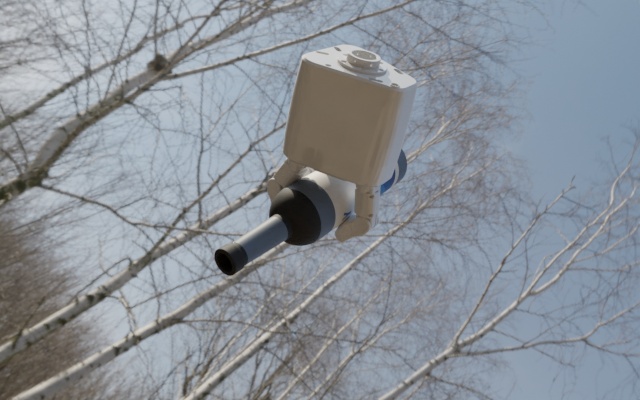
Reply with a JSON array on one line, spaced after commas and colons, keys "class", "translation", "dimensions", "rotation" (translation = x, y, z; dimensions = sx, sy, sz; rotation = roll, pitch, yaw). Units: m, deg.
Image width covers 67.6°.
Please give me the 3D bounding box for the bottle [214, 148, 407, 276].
[{"class": "bottle", "translation": [0.000, 0.002, 0.535], "dimensions": [0.069, 0.069, 0.295], "rotation": [0, 22, 39]}]
